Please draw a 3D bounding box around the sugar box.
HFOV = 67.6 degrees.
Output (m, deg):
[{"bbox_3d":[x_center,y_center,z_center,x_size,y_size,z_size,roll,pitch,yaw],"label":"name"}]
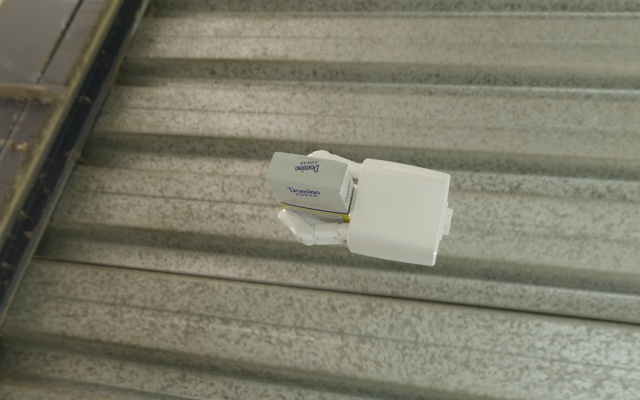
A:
[{"bbox_3d":[0.000,0.002,0.619,0.093,0.048,0.176,10,-24,16],"label":"sugar box"}]
